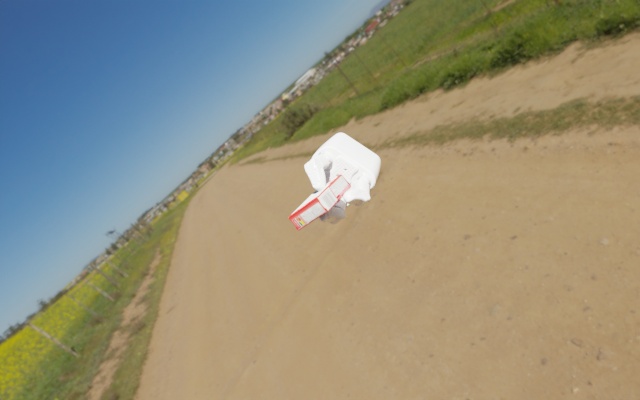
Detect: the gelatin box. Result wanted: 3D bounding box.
[{"bbox_3d":[0.000,0.002,0.753,0.073,0.030,0.089,-34,7,39],"label":"gelatin box"}]
